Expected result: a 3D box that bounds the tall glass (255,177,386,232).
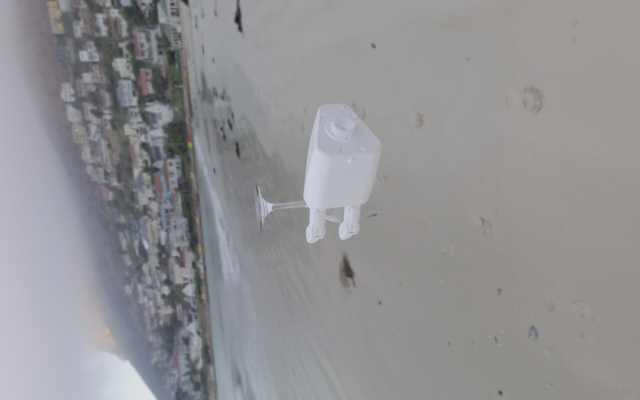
[{"bbox_3d":[-0.001,0.003,0.763,0.201,0.079,0.079,-6,1,-15],"label":"tall glass"}]
